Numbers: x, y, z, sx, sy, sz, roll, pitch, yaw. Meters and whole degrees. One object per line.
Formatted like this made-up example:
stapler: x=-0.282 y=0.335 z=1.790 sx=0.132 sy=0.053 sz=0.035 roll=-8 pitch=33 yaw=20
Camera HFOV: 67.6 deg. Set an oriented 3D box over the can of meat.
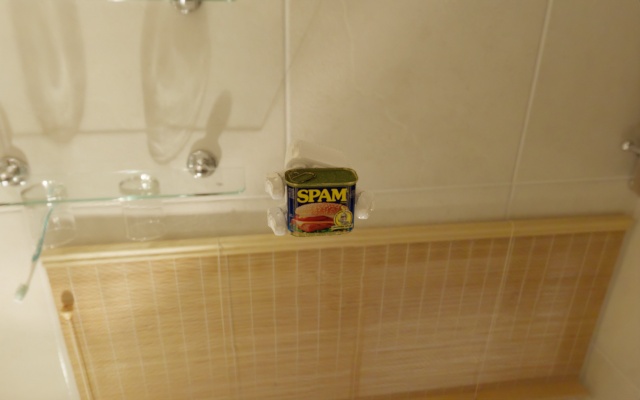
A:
can of meat: x=0.000 y=0.003 z=0.681 sx=0.102 sy=0.084 sz=0.057 roll=-2 pitch=25 yaw=-6
